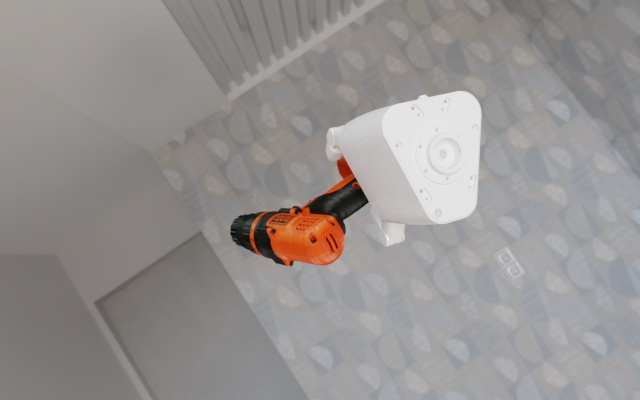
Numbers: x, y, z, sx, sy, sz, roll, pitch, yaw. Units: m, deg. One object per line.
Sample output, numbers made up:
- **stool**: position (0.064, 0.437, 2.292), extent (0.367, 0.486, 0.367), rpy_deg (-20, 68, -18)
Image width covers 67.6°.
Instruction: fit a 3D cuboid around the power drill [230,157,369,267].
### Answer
- **power drill**: position (0.001, 0.002, 0.553), extent (0.187, 0.057, 0.184), rpy_deg (-41, 27, -29)
